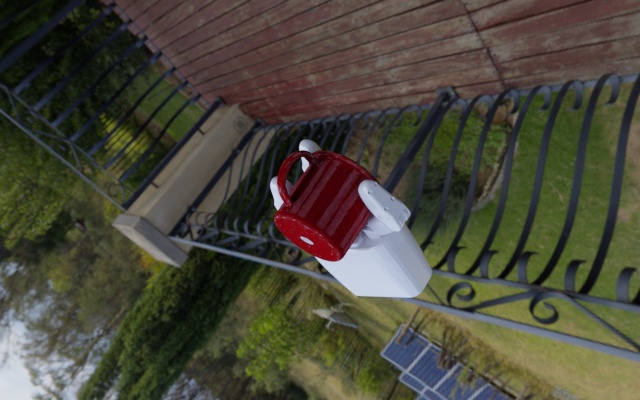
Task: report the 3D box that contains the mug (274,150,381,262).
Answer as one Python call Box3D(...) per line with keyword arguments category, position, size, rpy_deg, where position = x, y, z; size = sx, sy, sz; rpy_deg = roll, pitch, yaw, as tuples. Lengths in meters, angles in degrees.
Box3D(category="mug", position=(-0.001, 0.001, 0.483), size=(0.093, 0.081, 0.117), rpy_deg=(8, -33, 48))
